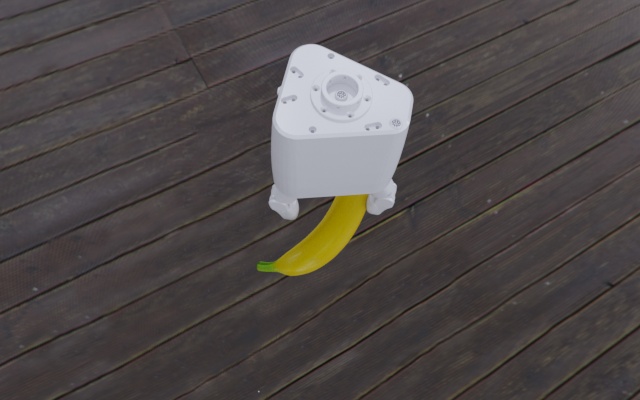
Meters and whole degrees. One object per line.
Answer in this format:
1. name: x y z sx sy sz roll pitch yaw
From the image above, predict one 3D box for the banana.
1. banana: 0.013 0.014 0.539 0.069 0.197 0.037 34 -19 15
